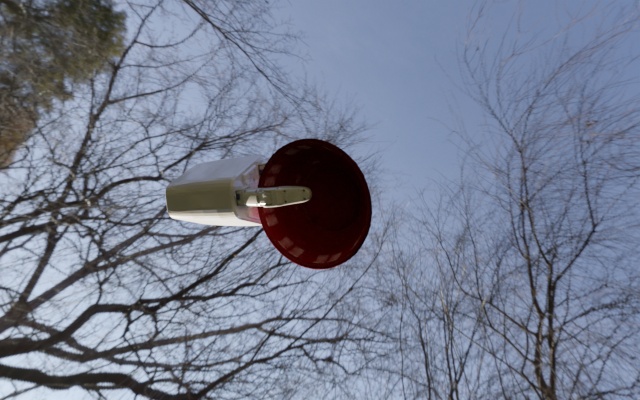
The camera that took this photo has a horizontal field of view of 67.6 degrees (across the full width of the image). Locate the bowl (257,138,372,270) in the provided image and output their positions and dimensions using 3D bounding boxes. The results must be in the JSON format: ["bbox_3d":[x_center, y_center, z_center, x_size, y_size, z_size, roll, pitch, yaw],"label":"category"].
[{"bbox_3d":[0.001,0.002,0.602,0.162,0.162,0.055,0,9,30],"label":"bowl"}]
